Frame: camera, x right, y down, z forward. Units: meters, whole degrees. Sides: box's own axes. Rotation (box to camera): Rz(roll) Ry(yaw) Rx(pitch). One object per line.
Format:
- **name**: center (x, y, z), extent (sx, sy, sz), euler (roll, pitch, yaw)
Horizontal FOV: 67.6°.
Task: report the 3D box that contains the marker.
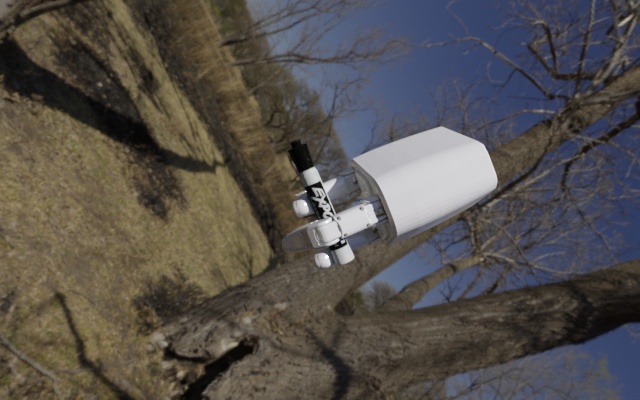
- **marker**: center (0.000, 0.001, 0.440), extent (0.020, 0.121, 0.020), euler (-22, 6, 2)
